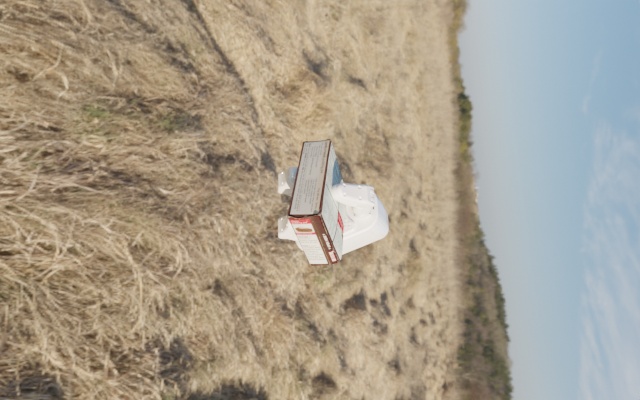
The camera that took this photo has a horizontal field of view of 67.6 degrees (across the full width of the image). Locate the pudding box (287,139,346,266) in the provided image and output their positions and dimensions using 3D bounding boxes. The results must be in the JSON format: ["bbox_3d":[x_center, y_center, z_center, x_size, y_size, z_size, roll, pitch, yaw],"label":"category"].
[{"bbox_3d":[0.000,0.002,0.531,0.039,0.113,0.090,-6,-42,15],"label":"pudding box"}]
